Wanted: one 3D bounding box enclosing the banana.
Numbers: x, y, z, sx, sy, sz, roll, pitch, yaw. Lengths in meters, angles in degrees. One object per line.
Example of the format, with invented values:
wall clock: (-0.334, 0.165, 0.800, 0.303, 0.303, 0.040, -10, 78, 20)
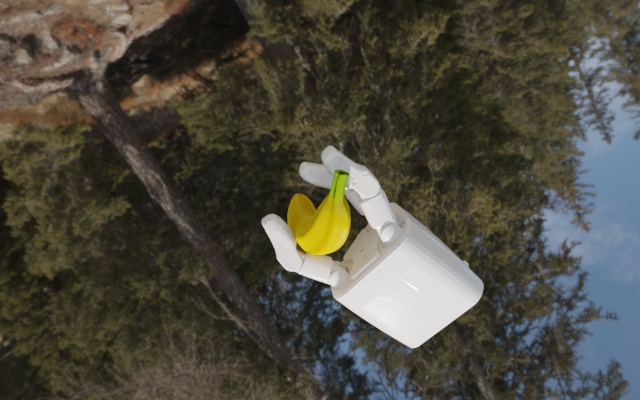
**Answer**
banana: (-0.004, 0.019, 0.472, 0.037, 0.069, 0.198, 16, -9, -13)
